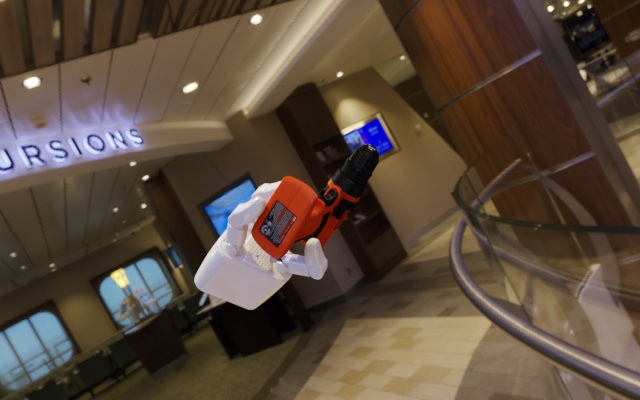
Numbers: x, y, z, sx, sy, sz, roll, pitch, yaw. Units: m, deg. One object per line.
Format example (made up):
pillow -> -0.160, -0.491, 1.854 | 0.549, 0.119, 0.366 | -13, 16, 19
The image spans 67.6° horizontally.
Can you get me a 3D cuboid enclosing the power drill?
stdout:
power drill -> 0.000, 0.002, 0.653 | 0.057, 0.184, 0.187 | 38, 20, 19
